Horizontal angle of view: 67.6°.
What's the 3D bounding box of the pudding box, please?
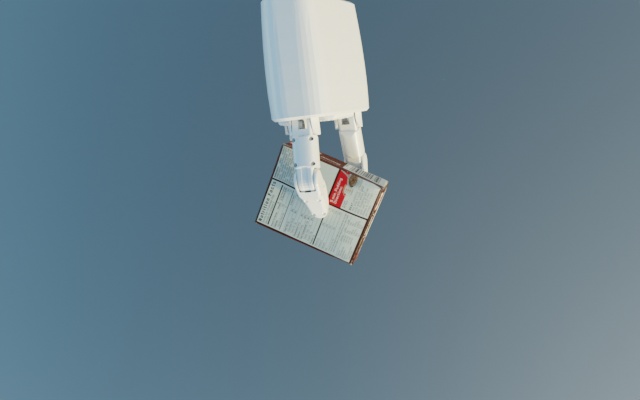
[{"bbox_3d":[0.000,0.002,0.487,0.113,0.090,0.039,24,15,9],"label":"pudding box"}]
